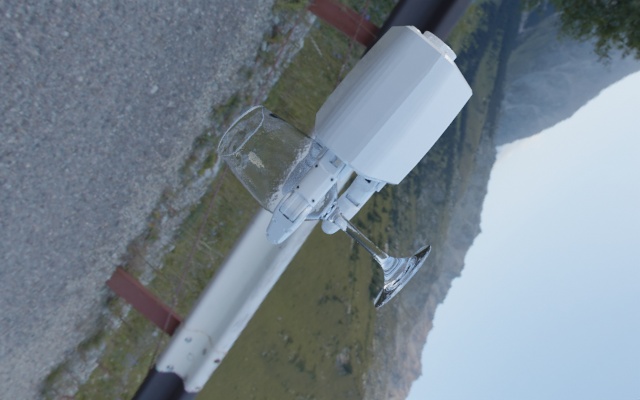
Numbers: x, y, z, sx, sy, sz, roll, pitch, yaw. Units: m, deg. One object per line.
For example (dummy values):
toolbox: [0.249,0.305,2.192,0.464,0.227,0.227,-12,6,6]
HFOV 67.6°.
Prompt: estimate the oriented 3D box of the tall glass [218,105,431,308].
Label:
tall glass: [0.000,0.002,0.435,0.201,0.079,0.079,42,4,5]
